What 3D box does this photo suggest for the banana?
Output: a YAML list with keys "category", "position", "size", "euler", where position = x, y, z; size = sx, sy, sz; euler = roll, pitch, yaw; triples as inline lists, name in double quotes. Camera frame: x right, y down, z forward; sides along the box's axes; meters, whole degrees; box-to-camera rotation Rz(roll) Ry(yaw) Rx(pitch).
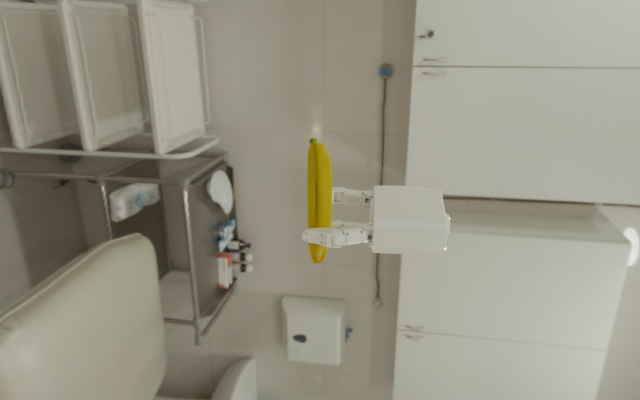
- category: "banana"
  position: [-0.001, -0.002, 0.718]
  size: [0.037, 0.198, 0.069]
  euler: [0, -4, 3]
